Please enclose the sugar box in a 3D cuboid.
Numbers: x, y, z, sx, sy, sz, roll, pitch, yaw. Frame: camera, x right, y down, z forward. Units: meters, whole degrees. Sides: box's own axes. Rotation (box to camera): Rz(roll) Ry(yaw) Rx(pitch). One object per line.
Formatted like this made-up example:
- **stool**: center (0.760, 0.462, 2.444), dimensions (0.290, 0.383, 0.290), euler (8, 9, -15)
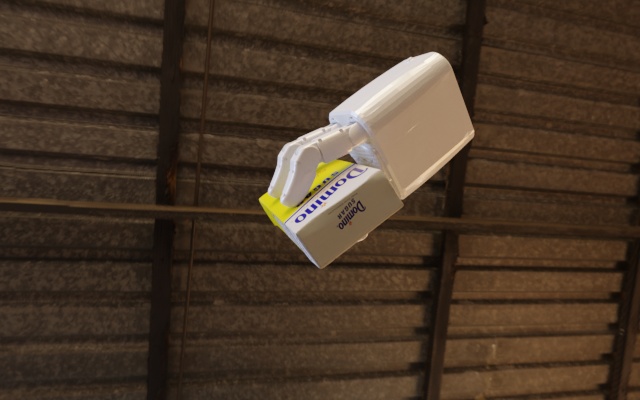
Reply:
- **sugar box**: center (0.000, 0.001, 0.474), dimensions (0.093, 0.048, 0.176), euler (-37, 15, -9)
